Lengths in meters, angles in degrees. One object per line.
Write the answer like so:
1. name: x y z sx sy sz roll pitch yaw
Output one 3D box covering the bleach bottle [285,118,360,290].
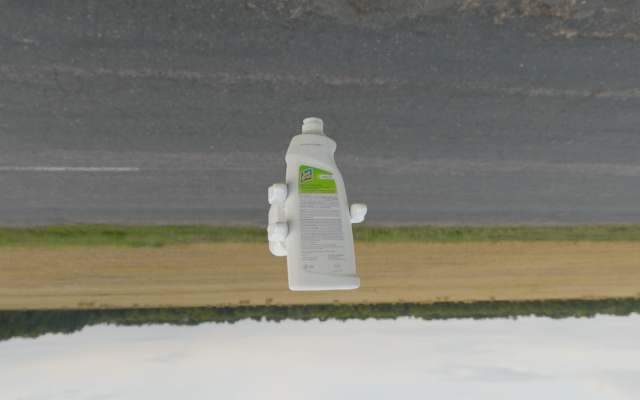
1. bleach bottle: 0.000 0.002 0.696 0.102 0.250 0.068 1 -13 -14
